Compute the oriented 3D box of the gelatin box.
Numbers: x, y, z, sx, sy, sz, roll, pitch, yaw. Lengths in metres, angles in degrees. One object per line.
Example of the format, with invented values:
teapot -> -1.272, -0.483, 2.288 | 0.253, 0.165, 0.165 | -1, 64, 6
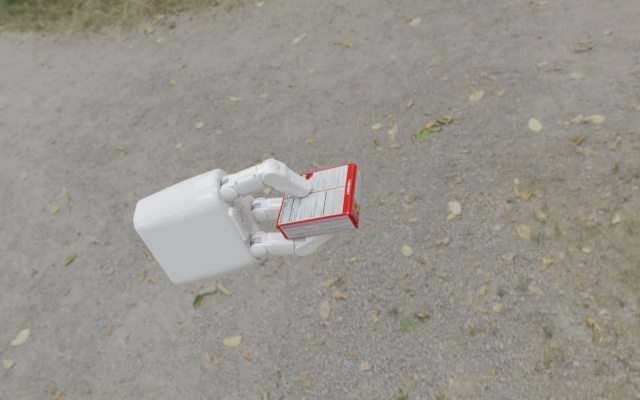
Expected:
gelatin box -> 0.000, 0.001, 0.528 | 0.089, 0.073, 0.030 | -12, -44, 24
